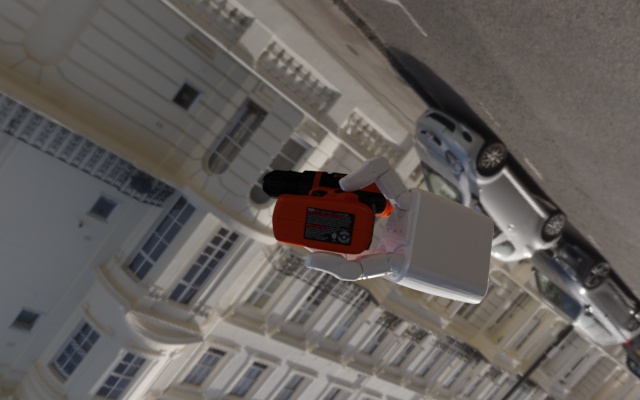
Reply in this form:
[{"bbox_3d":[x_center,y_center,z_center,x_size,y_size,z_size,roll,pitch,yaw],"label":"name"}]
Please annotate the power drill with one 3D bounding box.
[{"bbox_3d":[0.000,0.002,0.579,0.184,0.057,0.187,7,15,8],"label":"power drill"}]
